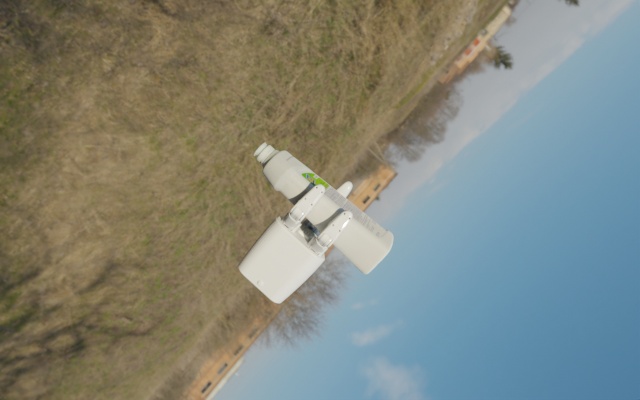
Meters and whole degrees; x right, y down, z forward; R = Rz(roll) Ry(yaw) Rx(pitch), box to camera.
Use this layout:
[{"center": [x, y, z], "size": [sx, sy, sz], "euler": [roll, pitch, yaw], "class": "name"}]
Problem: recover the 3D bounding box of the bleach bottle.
[{"center": [0.000, 0.002, 0.747], "size": [0.251, 0.068, 0.102], "euler": [42, 14, 1], "class": "bleach bottle"}]
